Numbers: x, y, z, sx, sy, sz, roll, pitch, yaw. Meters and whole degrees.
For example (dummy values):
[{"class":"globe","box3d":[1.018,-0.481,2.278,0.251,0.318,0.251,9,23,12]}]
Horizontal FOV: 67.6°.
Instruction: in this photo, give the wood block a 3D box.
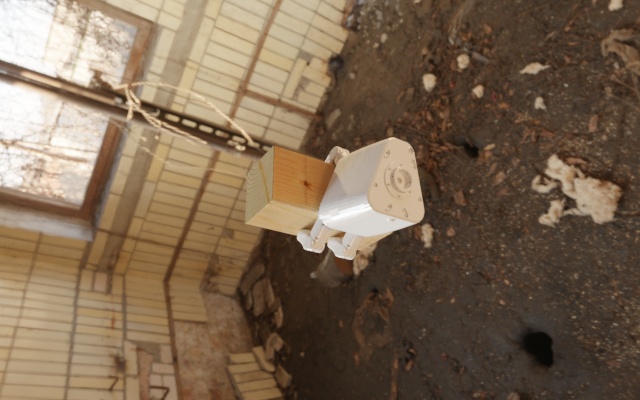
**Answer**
[{"class":"wood block","box3d":[0.000,0.002,0.725,0.206,0.090,0.090,16,-33,-29]}]
